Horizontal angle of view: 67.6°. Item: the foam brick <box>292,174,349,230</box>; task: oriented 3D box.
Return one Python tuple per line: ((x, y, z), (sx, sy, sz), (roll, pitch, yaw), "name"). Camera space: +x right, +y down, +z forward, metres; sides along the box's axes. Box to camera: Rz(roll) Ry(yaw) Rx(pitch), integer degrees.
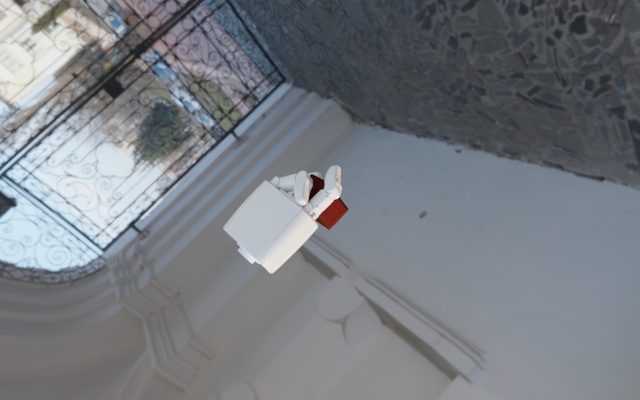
((0.000, 0.003, 0.814), (0.053, 0.051, 0.078), (31, -15, 45), "foam brick")
